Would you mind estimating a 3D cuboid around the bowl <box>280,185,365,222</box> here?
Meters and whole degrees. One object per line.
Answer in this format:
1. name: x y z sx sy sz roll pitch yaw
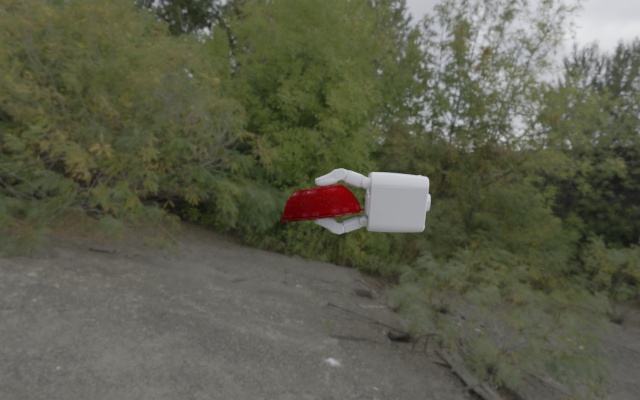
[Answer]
1. bowl: -0.001 0.003 0.896 0.162 0.055 0.162 -8 1 0
